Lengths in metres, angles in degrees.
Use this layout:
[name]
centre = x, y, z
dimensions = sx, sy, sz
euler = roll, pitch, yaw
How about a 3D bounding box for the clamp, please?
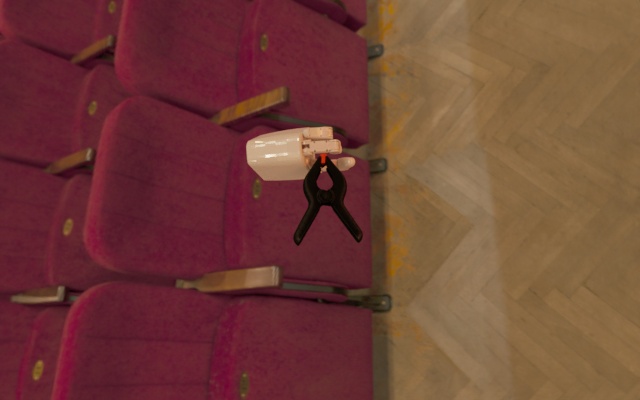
[clamp]
centre = 0.000, 0.002, 0.851
dimensions = 0.120, 0.171, 0.039
euler = -9, -19, -11
